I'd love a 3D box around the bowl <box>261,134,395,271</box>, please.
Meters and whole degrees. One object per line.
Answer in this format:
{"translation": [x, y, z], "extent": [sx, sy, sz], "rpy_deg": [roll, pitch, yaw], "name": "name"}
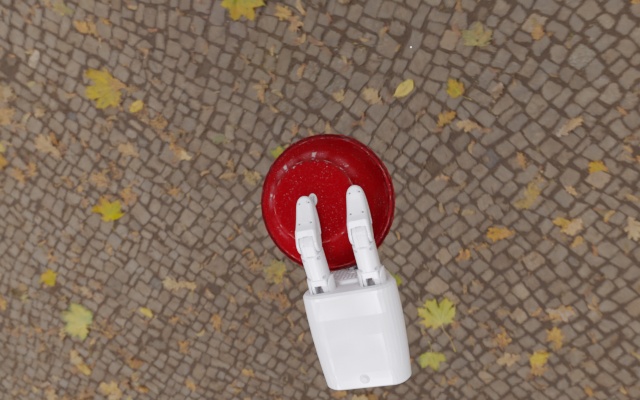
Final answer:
{"translation": [-0.001, 0.001, 0.534], "extent": [0.162, 0.162, 0.055], "rpy_deg": [0, -1, 14], "name": "bowl"}
